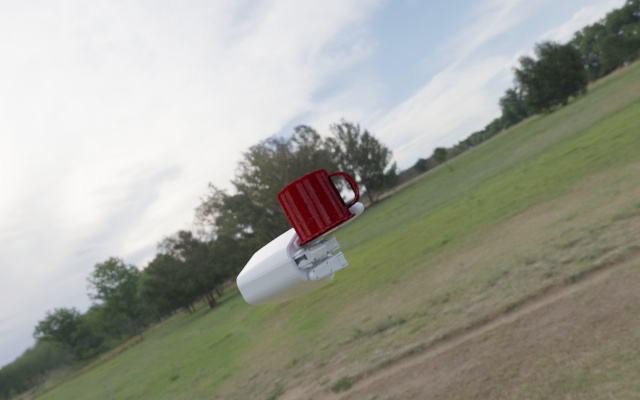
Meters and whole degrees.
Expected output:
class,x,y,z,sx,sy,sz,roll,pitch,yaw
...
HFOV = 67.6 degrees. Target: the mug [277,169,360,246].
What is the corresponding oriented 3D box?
class,x,y,z,sx,sy,sz,roll,pitch,yaw
mug,0.001,0.001,0.679,0.117,0.081,0.093,-31,-5,22
